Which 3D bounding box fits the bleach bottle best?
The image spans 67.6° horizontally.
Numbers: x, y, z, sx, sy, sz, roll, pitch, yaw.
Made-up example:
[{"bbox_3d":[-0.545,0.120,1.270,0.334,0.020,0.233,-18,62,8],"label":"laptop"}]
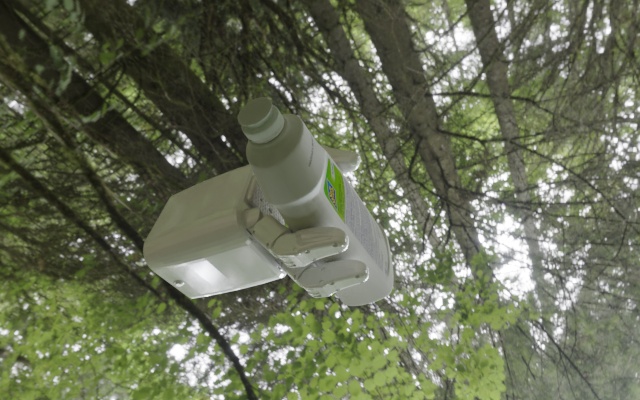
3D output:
[{"bbox_3d":[0.000,0.002,0.440,0.068,0.102,0.251,-18,-42,14],"label":"bleach bottle"}]
